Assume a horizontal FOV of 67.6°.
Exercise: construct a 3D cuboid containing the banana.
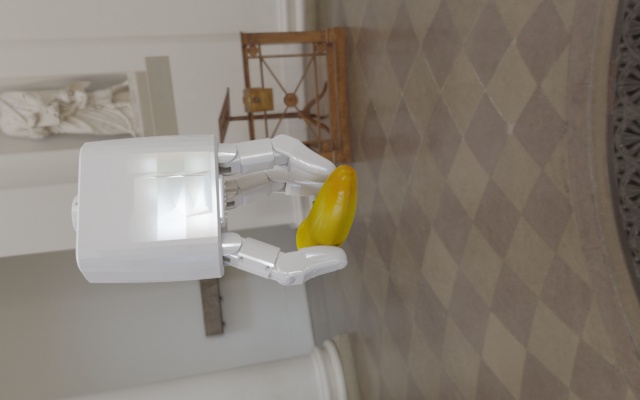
[{"bbox_3d":[0.000,0.020,0.437,0.037,0.069,0.198,0,-8,-9],"label":"banana"}]
